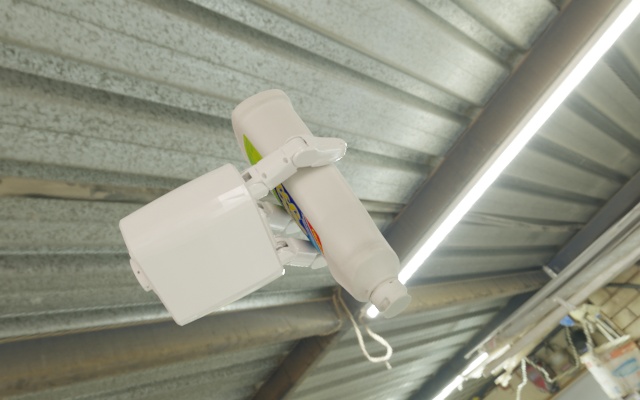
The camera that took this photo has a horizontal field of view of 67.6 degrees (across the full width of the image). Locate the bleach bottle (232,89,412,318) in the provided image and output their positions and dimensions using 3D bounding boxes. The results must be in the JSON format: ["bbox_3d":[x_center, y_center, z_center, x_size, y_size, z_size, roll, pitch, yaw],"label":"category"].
[{"bbox_3d":[0.000,0.002,0.457,0.068,0.250,0.103,-28,-36,-13],"label":"bleach bottle"}]
